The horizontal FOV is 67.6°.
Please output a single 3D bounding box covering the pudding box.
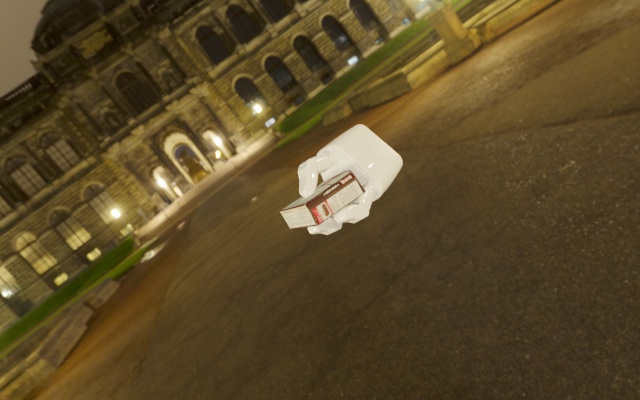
[{"bbox_3d":[0.000,0.002,0.694,0.090,0.039,0.113,-35,6,-22],"label":"pudding box"}]
